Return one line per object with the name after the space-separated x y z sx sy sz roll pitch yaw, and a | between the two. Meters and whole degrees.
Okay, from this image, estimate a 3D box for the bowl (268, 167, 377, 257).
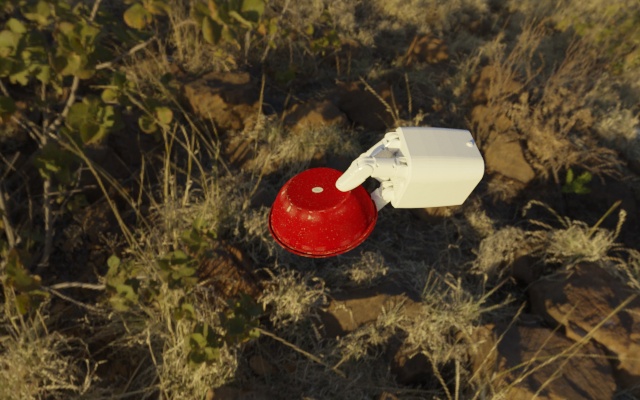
-0.001 0.002 0.684 0.162 0.055 0.162 -5 44 4 | bowl
